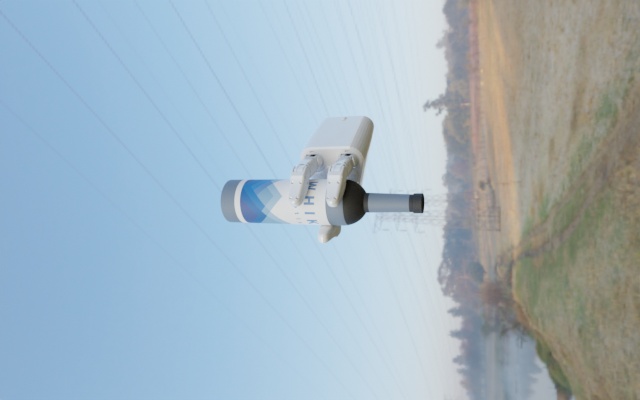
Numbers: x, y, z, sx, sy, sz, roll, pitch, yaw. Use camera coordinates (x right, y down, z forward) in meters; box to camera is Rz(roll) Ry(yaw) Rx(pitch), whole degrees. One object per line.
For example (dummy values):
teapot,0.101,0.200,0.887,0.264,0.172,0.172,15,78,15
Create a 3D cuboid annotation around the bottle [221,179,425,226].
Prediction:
bottle,0.000,0.002,0.693,0.296,0.069,0.069,1,0,20
